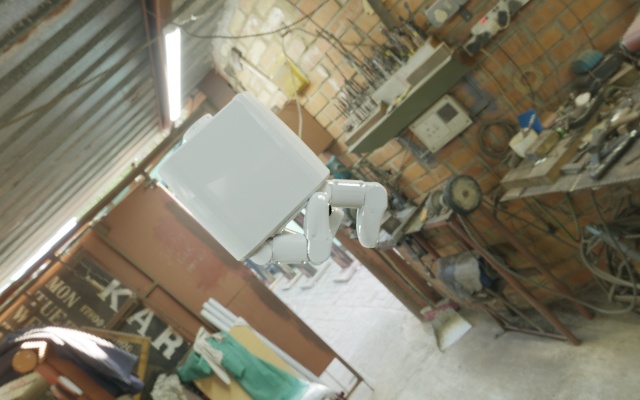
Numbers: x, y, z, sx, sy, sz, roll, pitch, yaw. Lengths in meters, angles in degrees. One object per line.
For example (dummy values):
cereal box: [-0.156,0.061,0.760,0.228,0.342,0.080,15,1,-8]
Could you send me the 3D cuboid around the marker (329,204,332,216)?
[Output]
marker: [0.000,0.002,0.495,0.020,0.020,0.121,0,8,-1]
